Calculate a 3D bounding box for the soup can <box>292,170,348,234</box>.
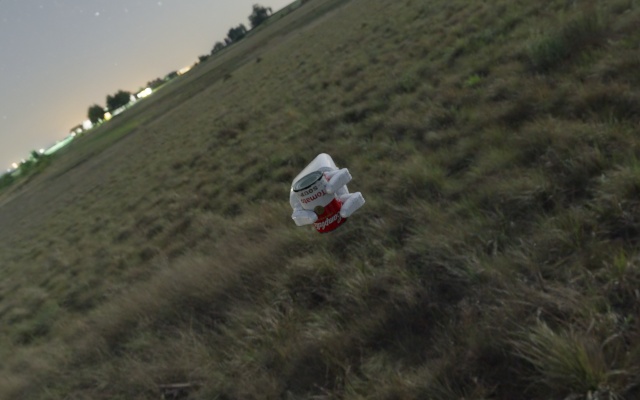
[{"bbox_3d":[0.000,0.003,0.897,0.068,0.102,0.068,-26,21,11],"label":"soup can"}]
